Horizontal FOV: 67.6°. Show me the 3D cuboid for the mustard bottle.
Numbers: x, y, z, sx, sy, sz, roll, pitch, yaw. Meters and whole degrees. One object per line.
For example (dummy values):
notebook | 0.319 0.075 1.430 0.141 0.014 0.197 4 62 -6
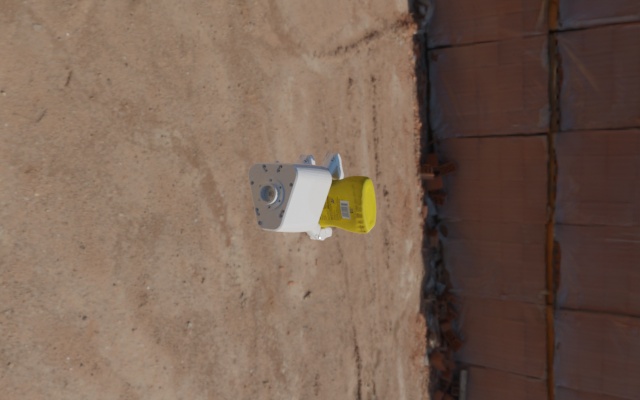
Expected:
mustard bottle | 0.001 0.003 0.847 0.191 0.096 0.058 4 25 28
